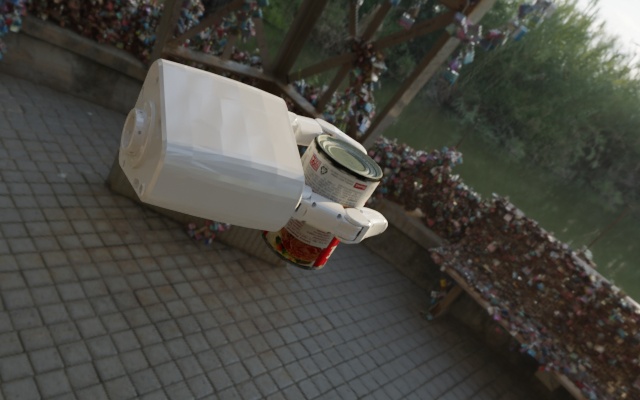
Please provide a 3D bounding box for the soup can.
[{"bbox_3d":[0.001,0.001,0.422,0.068,0.102,0.068,26,24,-13],"label":"soup can"}]
